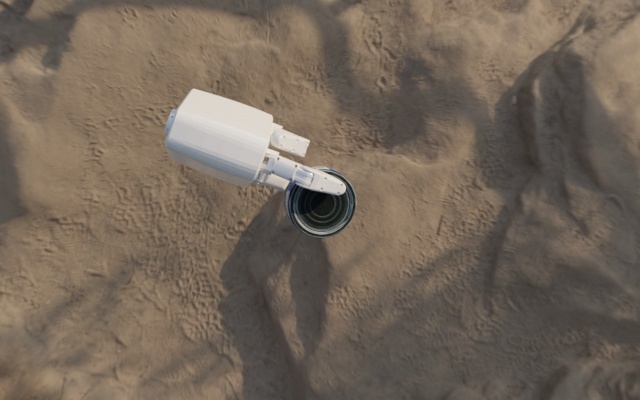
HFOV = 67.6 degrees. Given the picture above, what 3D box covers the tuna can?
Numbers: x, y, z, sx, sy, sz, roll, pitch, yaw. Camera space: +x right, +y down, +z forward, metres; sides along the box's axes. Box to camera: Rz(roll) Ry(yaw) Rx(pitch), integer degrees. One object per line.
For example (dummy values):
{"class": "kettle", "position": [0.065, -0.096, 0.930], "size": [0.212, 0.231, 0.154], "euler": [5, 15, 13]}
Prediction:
{"class": "tuna can", "position": [0.000, 0.002, 0.582], "size": [0.086, 0.086, 0.033], "euler": [0, 11, -13]}
